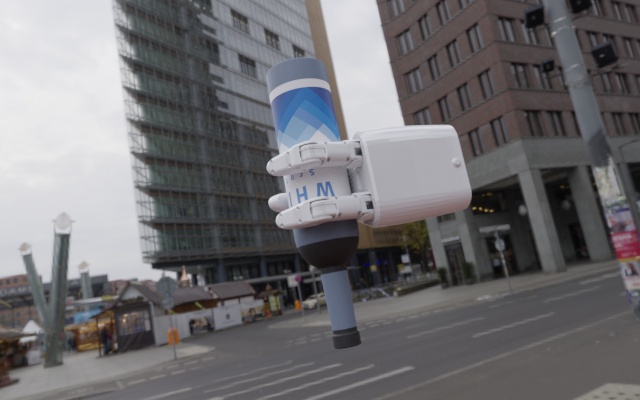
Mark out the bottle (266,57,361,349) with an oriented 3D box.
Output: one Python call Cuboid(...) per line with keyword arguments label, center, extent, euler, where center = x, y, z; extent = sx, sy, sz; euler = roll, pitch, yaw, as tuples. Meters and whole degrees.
Cuboid(label="bottle", center=(0.000, 0.001, 0.497), extent=(0.069, 0.295, 0.069), euler=(-10, -10, -2))
